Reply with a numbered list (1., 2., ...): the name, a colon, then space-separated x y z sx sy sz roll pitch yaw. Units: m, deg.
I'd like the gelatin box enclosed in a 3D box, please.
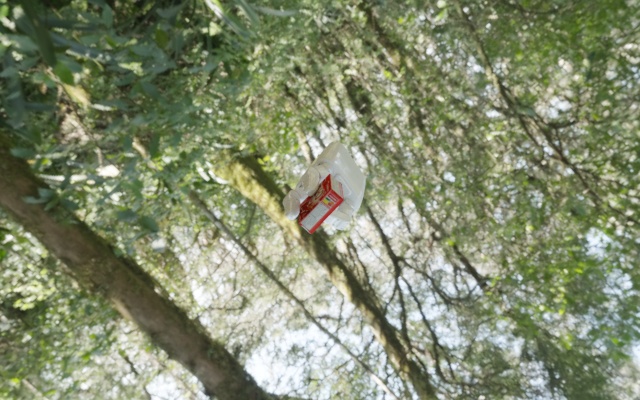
1. gelatin box: 0.000 0.003 0.736 0.030 0.073 0.089 41 14 -13
